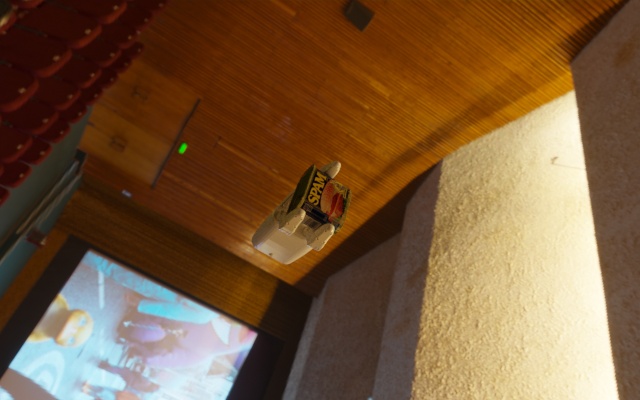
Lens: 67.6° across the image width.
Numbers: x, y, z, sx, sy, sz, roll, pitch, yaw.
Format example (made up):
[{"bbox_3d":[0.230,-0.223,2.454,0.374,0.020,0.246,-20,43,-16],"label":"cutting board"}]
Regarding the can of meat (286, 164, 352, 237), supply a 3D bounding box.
[{"bbox_3d":[0.000,0.003,0.805,0.084,0.102,0.057,31,-43,-15],"label":"can of meat"}]
